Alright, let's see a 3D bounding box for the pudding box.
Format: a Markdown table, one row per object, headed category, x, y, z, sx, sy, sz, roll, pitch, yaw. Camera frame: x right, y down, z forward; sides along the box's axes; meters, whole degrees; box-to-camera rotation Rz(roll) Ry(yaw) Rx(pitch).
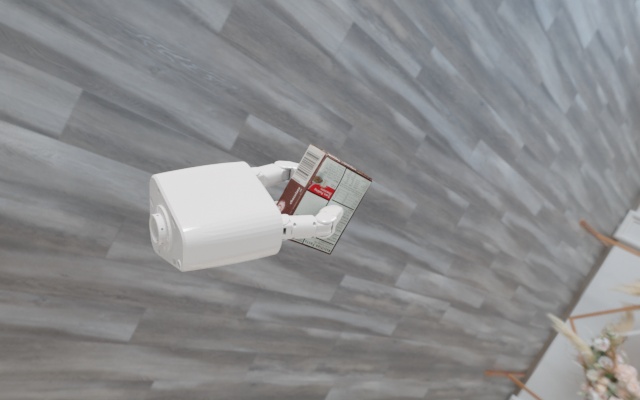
| category | x | y | z | sx | sy | sz | roll | pitch | yaw |
| --- | --- | --- | --- | --- | --- | --- | --- | --- | --- |
| pudding box | 0.000 | 0.002 | 0.578 | 0.090 | 0.113 | 0.039 | 25 | 9 | -42 |
